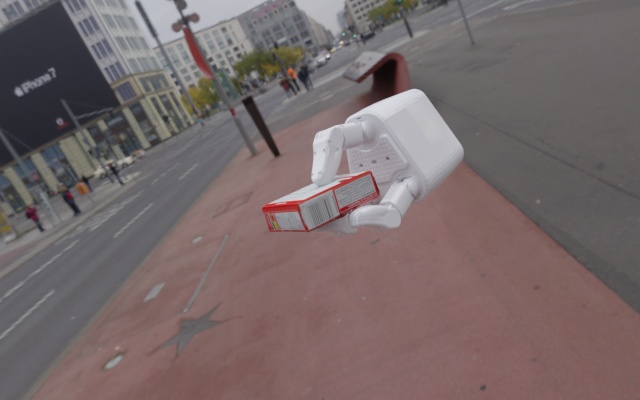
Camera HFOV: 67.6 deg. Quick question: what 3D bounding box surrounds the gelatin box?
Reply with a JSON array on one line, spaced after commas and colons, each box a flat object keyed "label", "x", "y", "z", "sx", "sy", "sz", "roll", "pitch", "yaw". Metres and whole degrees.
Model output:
[{"label": "gelatin box", "x": 0.000, "y": 0.001, "z": 0.454, "sx": 0.089, "sy": 0.030, "sz": 0.073, "roll": -25, "pitch": 11, "yaw": -31}]
